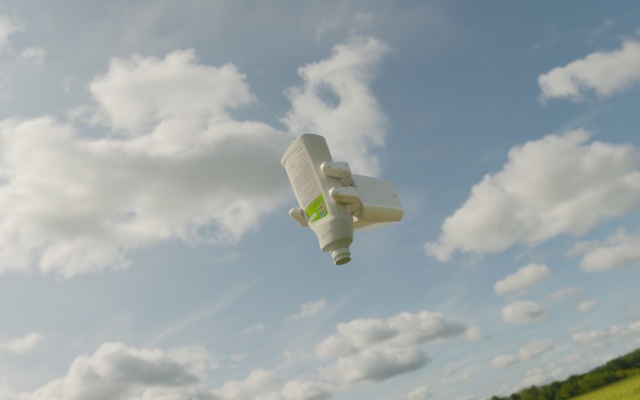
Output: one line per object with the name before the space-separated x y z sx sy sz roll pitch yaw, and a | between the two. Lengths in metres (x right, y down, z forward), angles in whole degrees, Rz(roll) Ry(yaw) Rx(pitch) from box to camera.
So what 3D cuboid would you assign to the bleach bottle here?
bleach bottle | 0.000 0.003 0.864 0.068 0.250 0.103 4 -36 -34
